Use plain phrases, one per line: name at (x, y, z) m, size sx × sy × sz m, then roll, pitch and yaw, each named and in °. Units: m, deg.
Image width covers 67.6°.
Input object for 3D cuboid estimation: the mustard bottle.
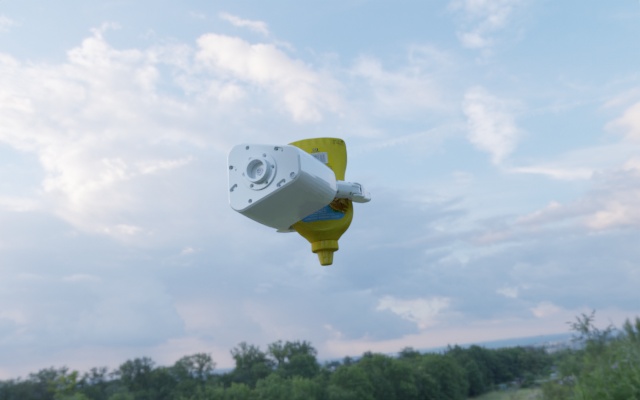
mustard bottle at (0.000, 0.002, 0.720) m, size 0.096 × 0.191 × 0.058 m, roll -5°, pitch -17°, yaw -2°
